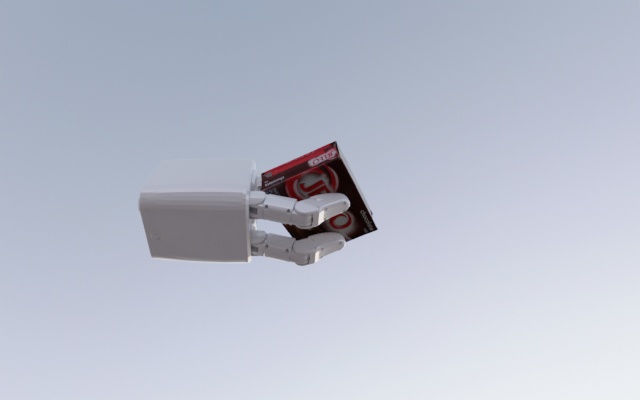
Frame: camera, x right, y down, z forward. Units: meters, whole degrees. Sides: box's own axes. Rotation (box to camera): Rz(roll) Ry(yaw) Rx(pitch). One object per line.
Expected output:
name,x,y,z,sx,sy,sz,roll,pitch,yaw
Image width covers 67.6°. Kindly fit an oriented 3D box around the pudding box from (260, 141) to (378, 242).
pudding box,0.000,0.002,0.517,0.090,0.114,0.039,-22,40,12
